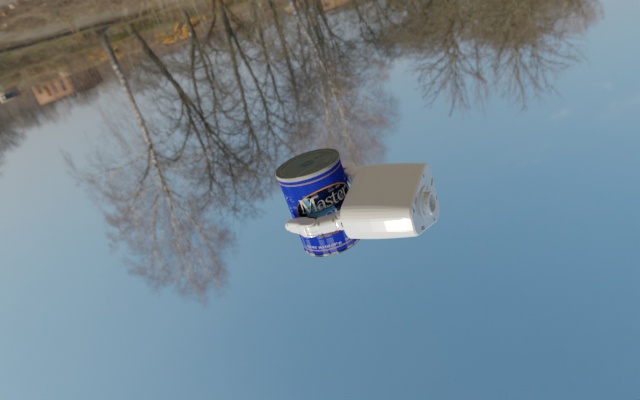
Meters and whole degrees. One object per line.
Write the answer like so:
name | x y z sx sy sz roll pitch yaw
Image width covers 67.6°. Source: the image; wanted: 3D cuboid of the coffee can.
coffee can | 0.000 0.002 0.755 0.103 0.140 0.102 -16 24 7
